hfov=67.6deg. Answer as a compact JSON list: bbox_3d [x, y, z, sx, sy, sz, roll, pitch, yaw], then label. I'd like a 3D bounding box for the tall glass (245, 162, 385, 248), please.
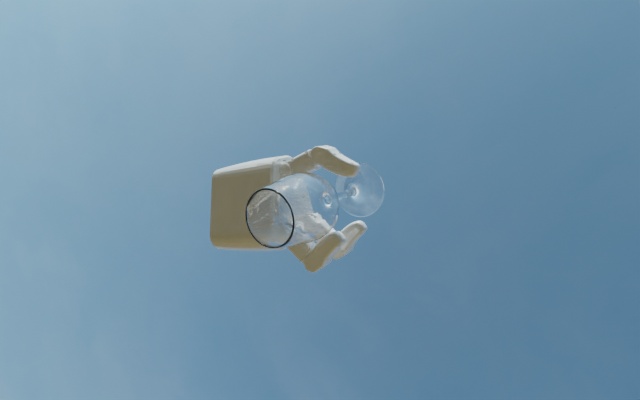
[{"bbox_3d":[0.001,0.002,0.559,0.079,0.079,0.201,0,9,32],"label":"tall glass"}]
